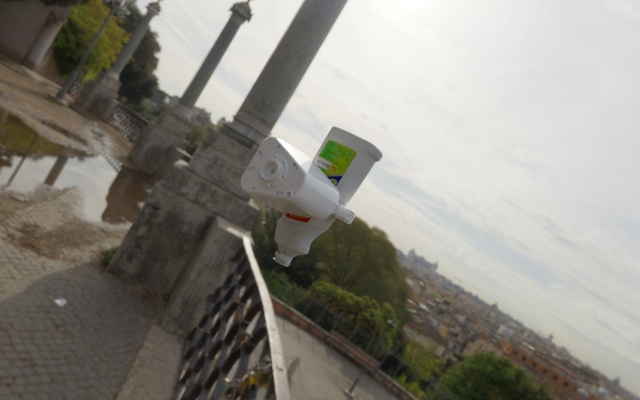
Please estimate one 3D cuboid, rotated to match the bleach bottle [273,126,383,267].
[{"bbox_3d":[0.000,0.003,0.819,0.102,0.251,0.068,30,0,32],"label":"bleach bottle"}]
